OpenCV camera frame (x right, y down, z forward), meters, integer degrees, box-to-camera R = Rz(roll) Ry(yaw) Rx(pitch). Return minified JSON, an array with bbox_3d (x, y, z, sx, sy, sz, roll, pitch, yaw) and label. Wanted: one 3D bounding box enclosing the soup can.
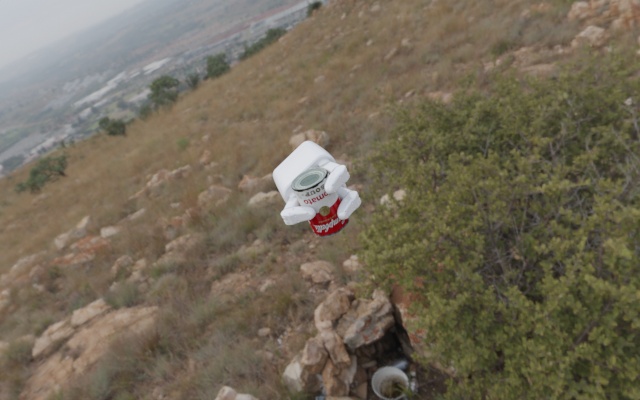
[{"bbox_3d":[0.000,0.003,0.816,0.068,0.102,0.068,-19,29,11],"label":"soup can"}]
